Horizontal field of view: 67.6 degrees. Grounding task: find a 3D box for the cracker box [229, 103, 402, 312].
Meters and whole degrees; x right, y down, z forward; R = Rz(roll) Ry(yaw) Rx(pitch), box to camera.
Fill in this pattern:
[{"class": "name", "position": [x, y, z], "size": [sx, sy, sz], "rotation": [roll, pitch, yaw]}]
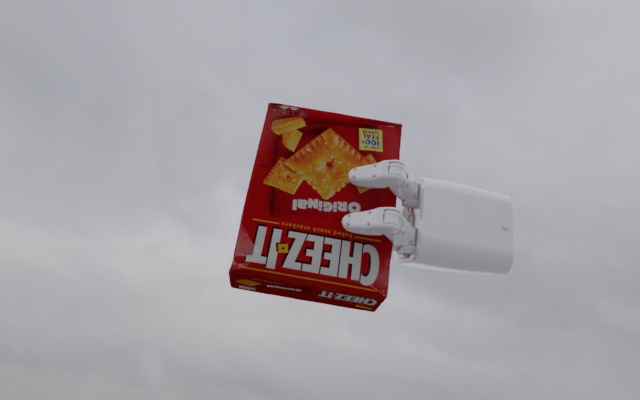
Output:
[{"class": "cracker box", "position": [0.000, 0.002, 0.541], "size": [0.164, 0.213, 0.072], "rotation": [10, -26, -2]}]
